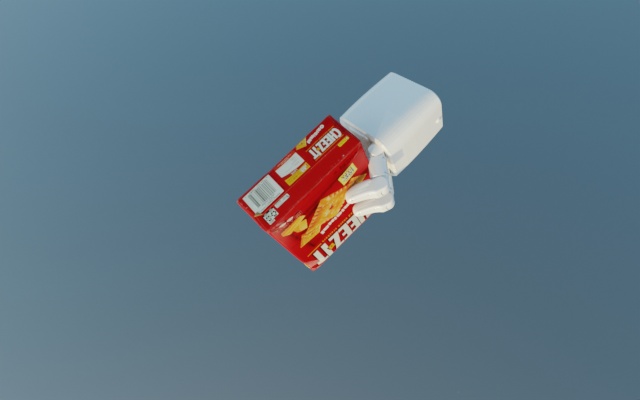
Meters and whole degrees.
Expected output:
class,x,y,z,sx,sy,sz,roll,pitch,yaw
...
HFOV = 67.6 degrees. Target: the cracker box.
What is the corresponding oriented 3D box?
class,x,y,z,sx,sy,sz,roll,pitch,yaw
cracker box,0.000,0.002,0.682,0.072,0.164,0.214,44,-4,26
